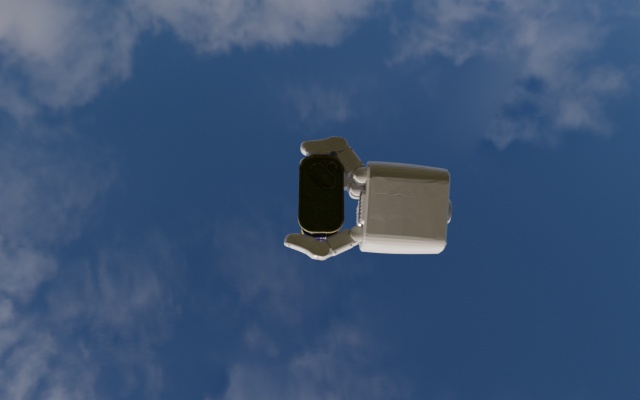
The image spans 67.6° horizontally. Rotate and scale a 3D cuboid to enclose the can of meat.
[{"bbox_3d":[0.000,0.002,0.636,0.057,0.102,0.084,0,-16,-1],"label":"can of meat"}]
